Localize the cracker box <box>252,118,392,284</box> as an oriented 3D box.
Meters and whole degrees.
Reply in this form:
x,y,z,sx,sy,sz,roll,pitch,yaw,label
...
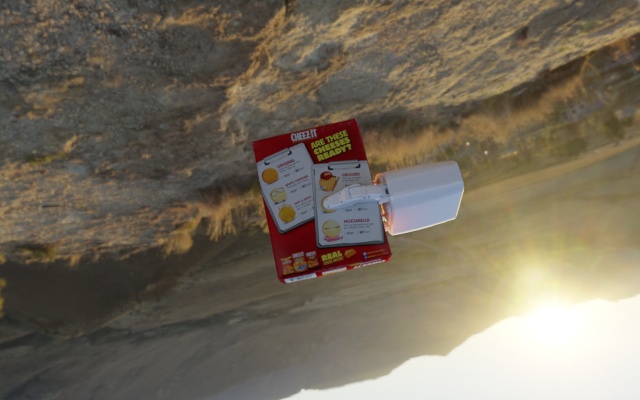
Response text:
x,y,z,sx,sy,sz,roll,pitch,yaw,label
0.000,0.002,0.713,0.164,0.213,0.072,-13,-16,-1,cracker box
